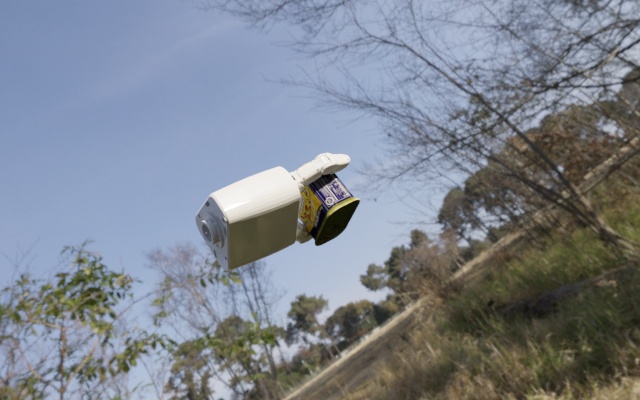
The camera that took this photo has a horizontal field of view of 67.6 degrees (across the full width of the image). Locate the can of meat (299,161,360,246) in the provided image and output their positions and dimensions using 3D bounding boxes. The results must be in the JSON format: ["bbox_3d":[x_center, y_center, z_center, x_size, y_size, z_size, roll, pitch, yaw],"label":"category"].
[{"bbox_3d":[0.000,0.002,0.683,0.057,0.084,0.102,-25,-24,-30],"label":"can of meat"}]
